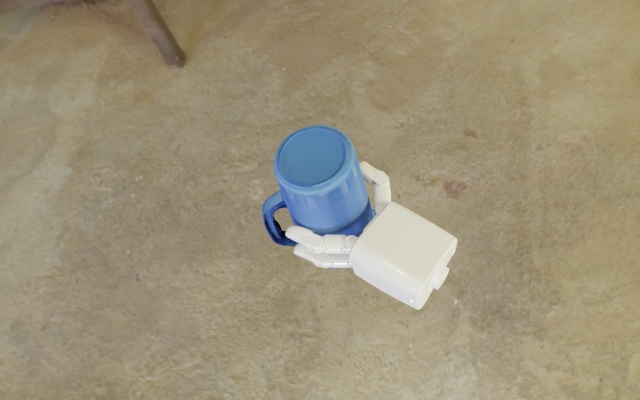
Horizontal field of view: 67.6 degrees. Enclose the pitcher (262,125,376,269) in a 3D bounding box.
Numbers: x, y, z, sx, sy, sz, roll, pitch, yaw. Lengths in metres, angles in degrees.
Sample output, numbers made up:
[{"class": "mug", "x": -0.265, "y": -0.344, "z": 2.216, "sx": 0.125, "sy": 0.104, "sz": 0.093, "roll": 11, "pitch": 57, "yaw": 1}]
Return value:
[{"class": "pitcher", "x": 0.000, "y": 0.002, "z": 0.707, "sx": 0.145, "sy": 0.149, "sz": 0.243, "roll": 31, "pitch": -18, "yaw": 24}]
